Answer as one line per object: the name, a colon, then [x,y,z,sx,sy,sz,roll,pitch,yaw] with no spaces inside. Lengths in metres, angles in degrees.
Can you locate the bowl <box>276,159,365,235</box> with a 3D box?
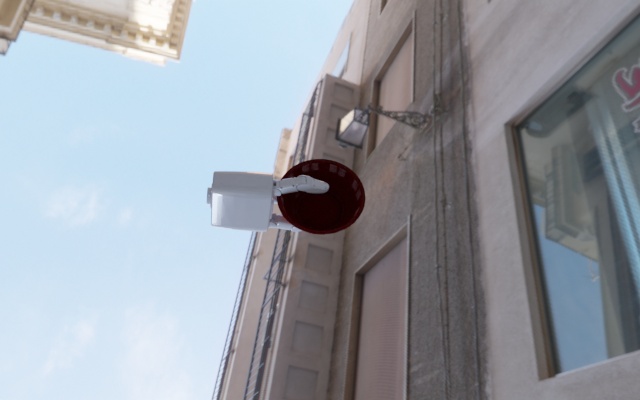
bowl: [0.001,0.003,0.885,0.162,0.162,0.055,0,-32,-2]
